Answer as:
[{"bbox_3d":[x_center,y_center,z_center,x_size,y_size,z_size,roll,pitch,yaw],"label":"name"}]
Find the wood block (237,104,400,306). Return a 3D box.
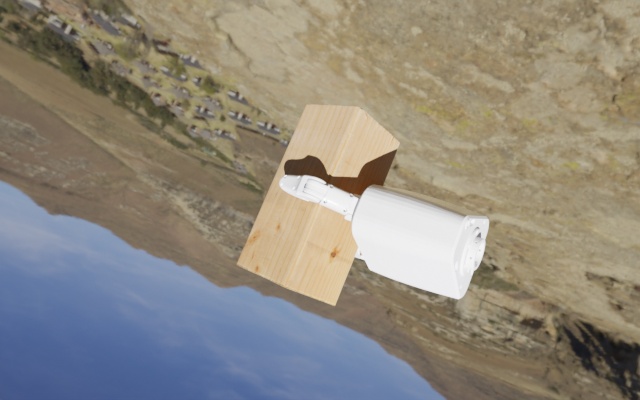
[{"bbox_3d":[0.000,0.002,0.553,0.090,0.206,0.091,14,-12,45],"label":"wood block"}]
